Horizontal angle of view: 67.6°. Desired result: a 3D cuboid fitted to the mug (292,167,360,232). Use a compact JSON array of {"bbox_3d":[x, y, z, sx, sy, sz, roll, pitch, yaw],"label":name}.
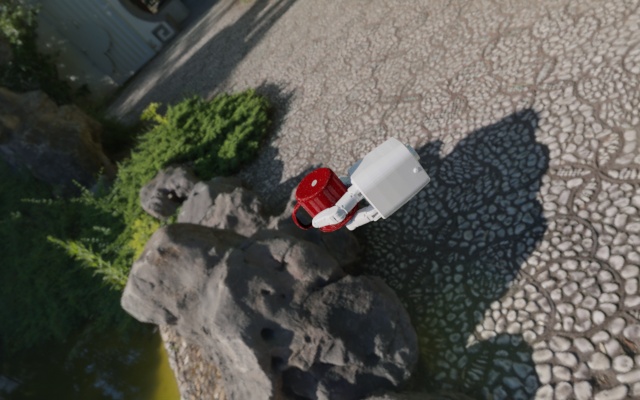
[{"bbox_3d":[-0.001,0.004,0.853,0.117,0.081,0.093,-39,29,5],"label":"mug"}]
